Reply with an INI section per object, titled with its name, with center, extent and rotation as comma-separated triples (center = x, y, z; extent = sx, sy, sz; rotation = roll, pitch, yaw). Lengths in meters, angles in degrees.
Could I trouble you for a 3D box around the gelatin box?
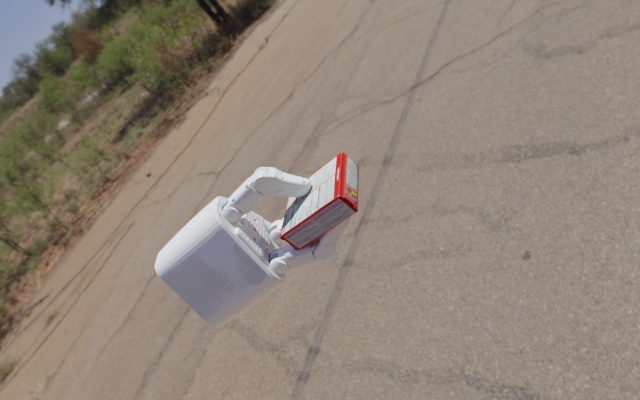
[gelatin box]
center = 0.000, 0.001, 0.502
extent = 0.030, 0.073, 0.089
rotation = 38, -56, -24
